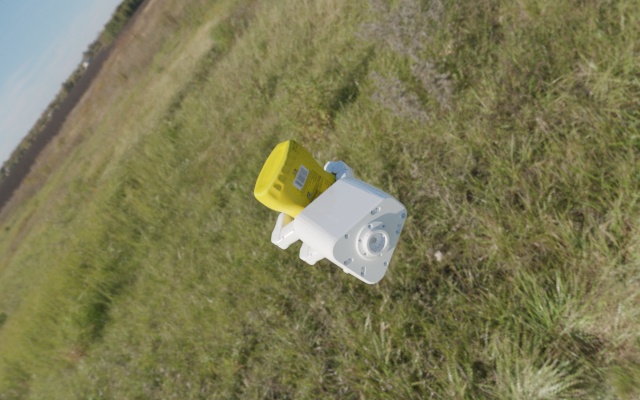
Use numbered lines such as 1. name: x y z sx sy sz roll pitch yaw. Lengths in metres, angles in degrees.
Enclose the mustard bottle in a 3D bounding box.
1. mustard bottle: 0.000 0.002 0.697 0.192 0.096 0.058 36 -28 -29
